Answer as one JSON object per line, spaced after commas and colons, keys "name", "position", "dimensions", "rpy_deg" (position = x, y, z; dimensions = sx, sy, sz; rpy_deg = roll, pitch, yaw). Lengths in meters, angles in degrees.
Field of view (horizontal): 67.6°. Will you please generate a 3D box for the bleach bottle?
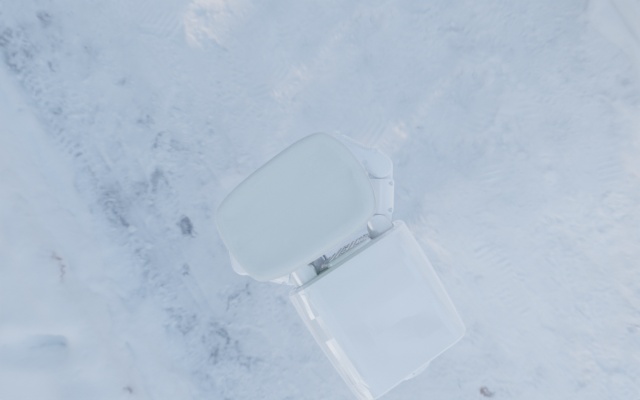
{"name": "bleach bottle", "position": [0.000, 0.001, 0.411], "dimensions": [0.102, 0.068, 0.251], "rpy_deg": [-34, -3, 9]}
